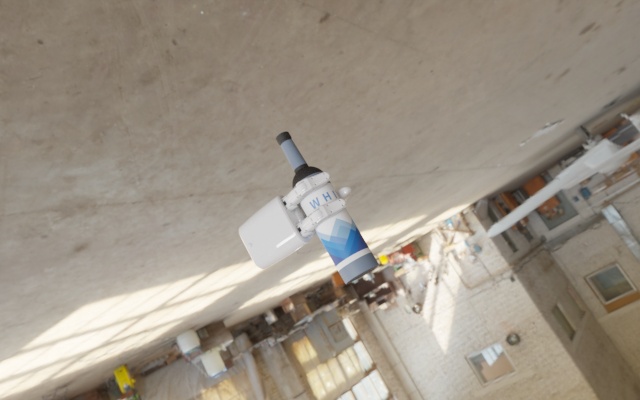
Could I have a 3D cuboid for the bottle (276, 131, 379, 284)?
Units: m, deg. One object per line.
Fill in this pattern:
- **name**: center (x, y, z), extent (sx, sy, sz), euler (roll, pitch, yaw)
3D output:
- **bottle**: center (0.000, 0.003, 0.849), extent (0.069, 0.295, 0.069), euler (-28, -15, -8)
